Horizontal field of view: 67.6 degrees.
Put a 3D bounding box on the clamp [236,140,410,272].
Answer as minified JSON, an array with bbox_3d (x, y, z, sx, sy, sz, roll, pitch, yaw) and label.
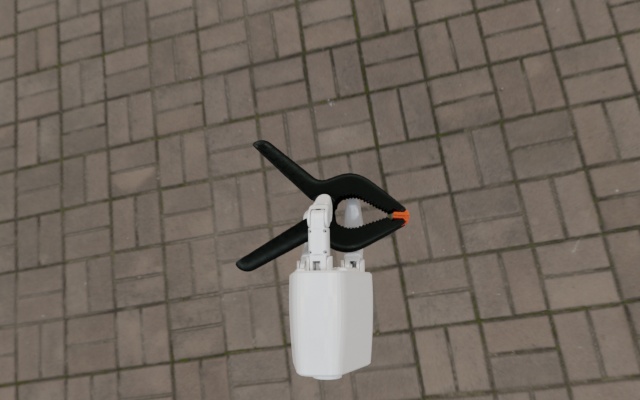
[{"bbox_3d":[0.000,0.002,0.576,0.210,0.164,0.036,-2,-10,11],"label":"clamp"}]
